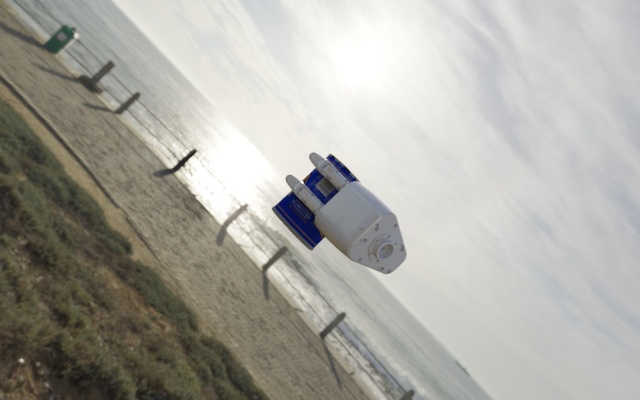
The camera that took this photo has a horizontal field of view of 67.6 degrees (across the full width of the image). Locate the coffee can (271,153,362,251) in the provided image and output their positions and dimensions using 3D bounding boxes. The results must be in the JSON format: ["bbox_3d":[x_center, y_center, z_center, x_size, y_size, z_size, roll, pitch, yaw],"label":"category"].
[{"bbox_3d":[0.000,0.003,0.831,0.140,0.103,0.103,-44,1,-1],"label":"coffee can"}]
